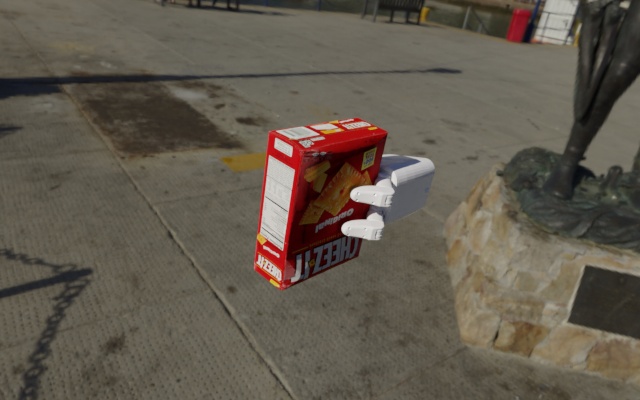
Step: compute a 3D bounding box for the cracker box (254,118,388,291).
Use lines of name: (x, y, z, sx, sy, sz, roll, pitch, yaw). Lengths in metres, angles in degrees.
cracker box: (0.000, 0.002, 0.669, 0.164, 0.214, 0.072, -17, 37, -41)
